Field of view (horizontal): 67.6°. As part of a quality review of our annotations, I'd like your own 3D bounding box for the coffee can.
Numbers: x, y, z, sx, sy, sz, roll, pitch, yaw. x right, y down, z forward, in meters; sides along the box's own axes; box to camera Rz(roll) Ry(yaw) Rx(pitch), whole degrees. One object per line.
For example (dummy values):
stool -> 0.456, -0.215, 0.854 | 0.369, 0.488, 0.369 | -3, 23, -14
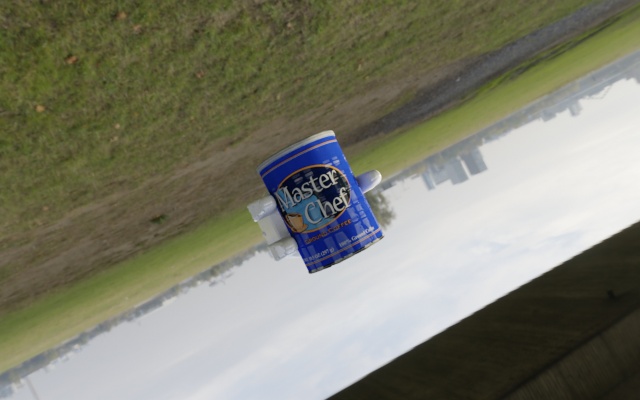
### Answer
coffee can -> 0.000, 0.002, 0.571 | 0.103, 0.140, 0.103 | -27, -1, -1
